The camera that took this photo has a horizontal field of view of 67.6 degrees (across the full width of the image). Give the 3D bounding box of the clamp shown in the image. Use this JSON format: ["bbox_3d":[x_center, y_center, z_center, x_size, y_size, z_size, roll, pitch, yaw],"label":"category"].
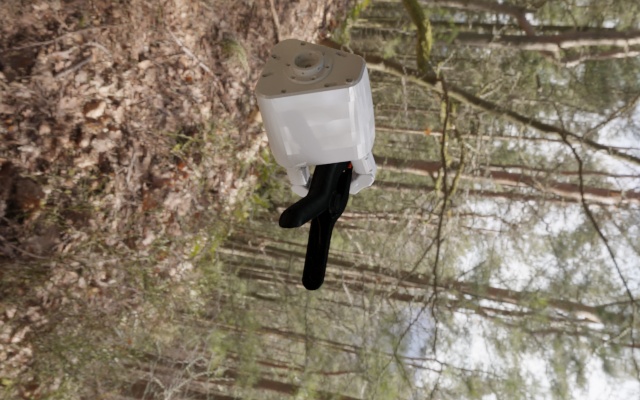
[{"bbox_3d":[0.001,0.002,0.538,0.039,0.171,0.120,7,-33,15],"label":"clamp"}]
